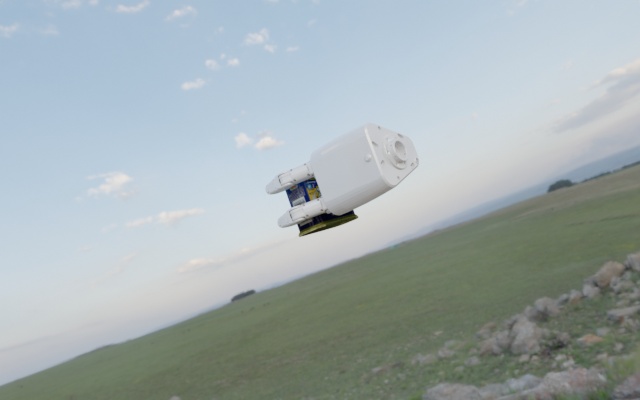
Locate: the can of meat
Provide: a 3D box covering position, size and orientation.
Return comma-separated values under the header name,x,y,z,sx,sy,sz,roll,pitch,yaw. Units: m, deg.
name,x,y,z,sx,sy,sz,roll,pitch,yaw
can of meat,0.000,0.002,0.741,0.102,0.084,0.057,-13,-10,-44
